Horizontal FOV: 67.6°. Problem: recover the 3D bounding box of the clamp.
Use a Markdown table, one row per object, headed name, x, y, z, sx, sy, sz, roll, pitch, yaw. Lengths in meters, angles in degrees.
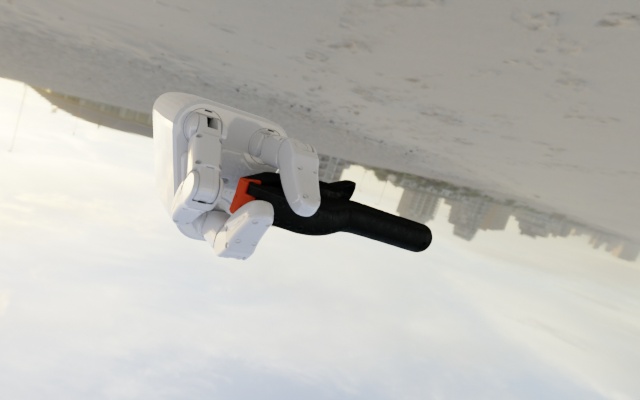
| name | x | y | z | sx | sy | sz | roll | pitch | yaw |
| --- | --- | --- | --- | --- | --- | --- | --- | --- | --- |
| clamp | 0.000 | 0.002 | 0.403 | 0.171 | 0.039 | 0.120 | 14 | 10 | -33 |
